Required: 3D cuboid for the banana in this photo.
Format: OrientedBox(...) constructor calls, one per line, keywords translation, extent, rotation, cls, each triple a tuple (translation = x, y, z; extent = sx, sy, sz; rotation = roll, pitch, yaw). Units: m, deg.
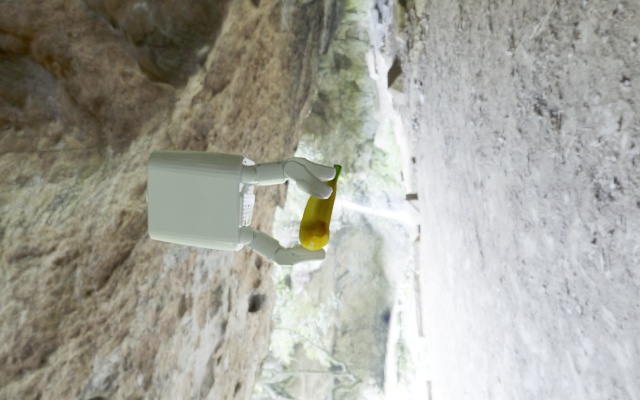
OrientedBox(translation=(-0.003, 0.017, 0.571), extent=(0.037, 0.070, 0.197), rotation=(13, 25, 0), cls="banana")
